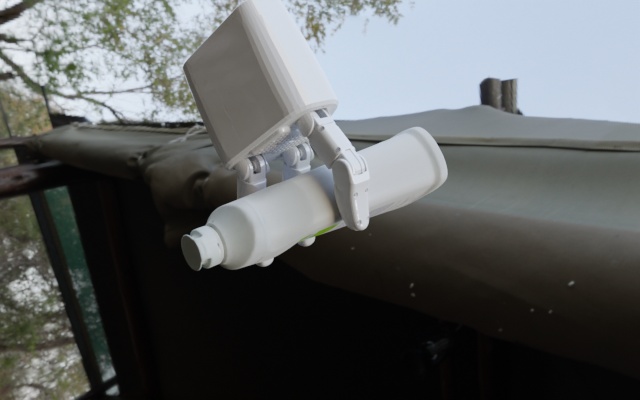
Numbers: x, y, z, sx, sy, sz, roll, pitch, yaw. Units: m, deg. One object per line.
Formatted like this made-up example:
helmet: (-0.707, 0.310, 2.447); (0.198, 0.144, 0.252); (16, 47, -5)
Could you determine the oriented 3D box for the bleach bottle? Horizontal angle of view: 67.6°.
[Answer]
bleach bottle: (0.000, 0.001, 0.423); (0.251, 0.068, 0.102); (-21, -10, -40)
